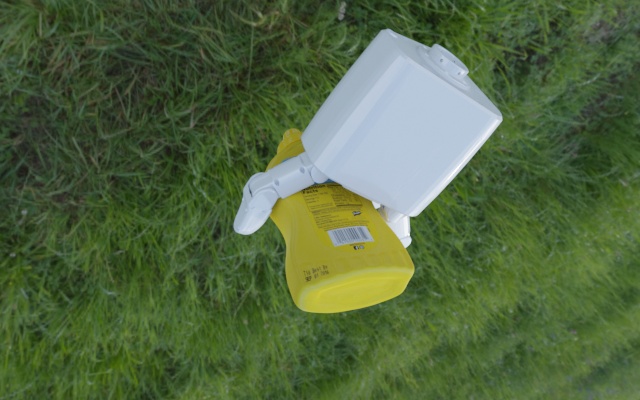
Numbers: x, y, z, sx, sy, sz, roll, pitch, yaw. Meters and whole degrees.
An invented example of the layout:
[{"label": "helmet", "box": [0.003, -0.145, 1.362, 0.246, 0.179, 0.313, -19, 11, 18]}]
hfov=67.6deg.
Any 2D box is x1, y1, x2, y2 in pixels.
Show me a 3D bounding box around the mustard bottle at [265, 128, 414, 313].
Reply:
[{"label": "mustard bottle", "box": [0.000, 0.002, 0.418, 0.096, 0.191, 0.058, -6, -42, -19]}]
